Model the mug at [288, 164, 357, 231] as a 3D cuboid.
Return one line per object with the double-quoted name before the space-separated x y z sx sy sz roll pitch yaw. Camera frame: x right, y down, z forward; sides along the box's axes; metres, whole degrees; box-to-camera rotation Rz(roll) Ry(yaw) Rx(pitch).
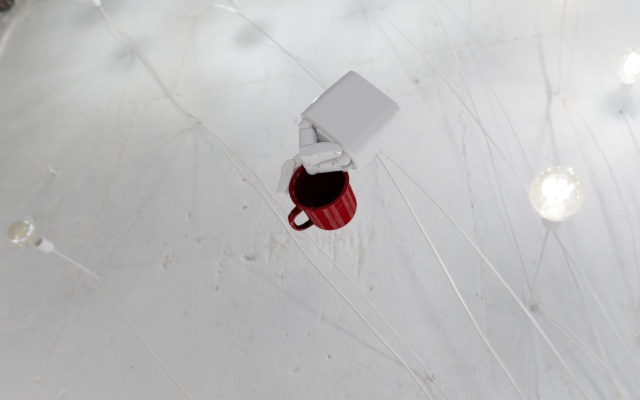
"mug" -0.001 0.004 0.727 0.093 0.117 0.081 40 -11 33
